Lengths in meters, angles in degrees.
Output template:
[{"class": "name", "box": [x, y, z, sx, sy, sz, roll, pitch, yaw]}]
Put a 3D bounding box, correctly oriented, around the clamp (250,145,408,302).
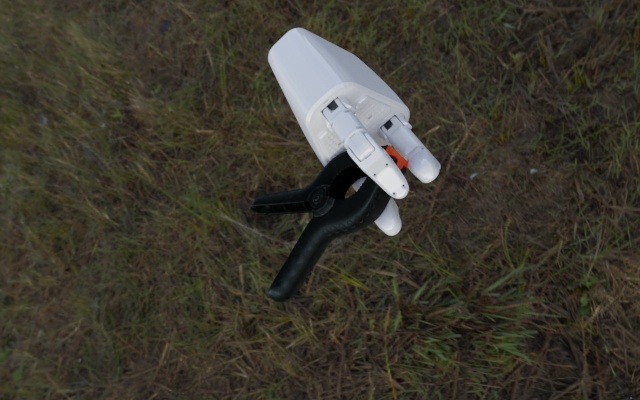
[{"class": "clamp", "box": [0.000, 0.001, 0.446, 0.171, 0.120, 0.039, -41, -37, 13]}]
